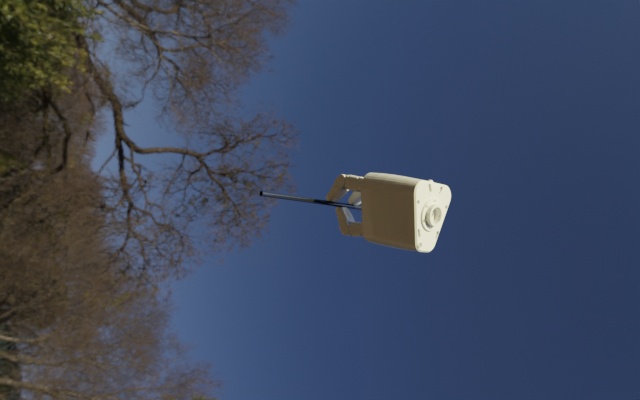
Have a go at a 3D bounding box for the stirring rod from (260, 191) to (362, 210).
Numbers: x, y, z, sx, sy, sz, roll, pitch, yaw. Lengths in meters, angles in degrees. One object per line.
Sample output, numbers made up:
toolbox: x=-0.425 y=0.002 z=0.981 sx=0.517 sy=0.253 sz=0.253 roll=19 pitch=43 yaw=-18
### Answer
stirring rod: x=0.000 y=0.003 z=0.794 sx=0.239 sy=0.011 sz=0.011 roll=8 pitch=-6 yaw=-42
